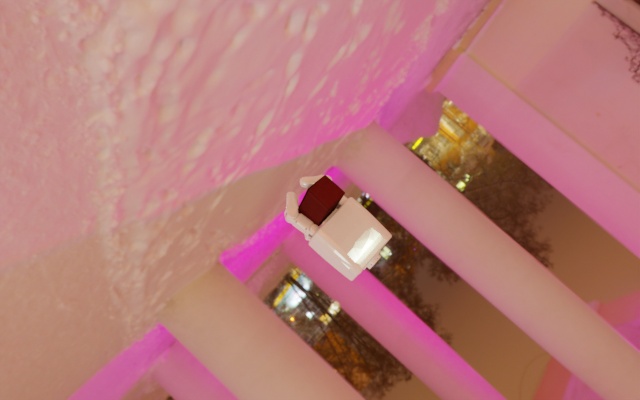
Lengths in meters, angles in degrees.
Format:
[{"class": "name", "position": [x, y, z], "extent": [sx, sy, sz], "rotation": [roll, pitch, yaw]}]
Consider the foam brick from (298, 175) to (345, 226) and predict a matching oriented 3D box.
[{"class": "foam brick", "position": [0.000, 0.003, 0.862], "extent": [0.053, 0.051, 0.078], "rotation": [-42, -11, -34]}]
